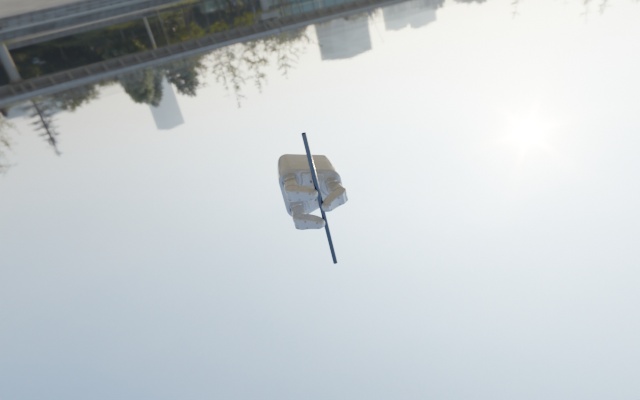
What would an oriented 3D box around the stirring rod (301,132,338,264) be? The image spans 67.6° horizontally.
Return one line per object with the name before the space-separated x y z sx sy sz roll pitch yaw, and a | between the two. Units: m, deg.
stirring rod | 0.000 0.002 0.785 0.011 0.240 0.011 -11 25 5
